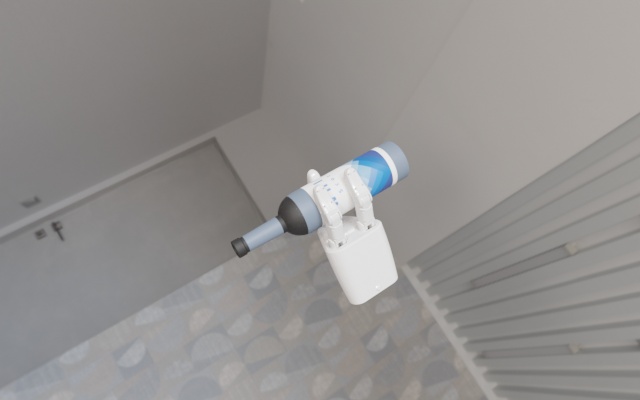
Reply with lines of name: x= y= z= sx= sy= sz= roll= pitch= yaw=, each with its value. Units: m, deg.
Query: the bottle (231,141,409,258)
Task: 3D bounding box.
bottle: x=0.000 y=0.002 z=0.726 sx=0.295 sy=0.069 sz=0.069 roll=-29 pitch=10 yaw=-18
